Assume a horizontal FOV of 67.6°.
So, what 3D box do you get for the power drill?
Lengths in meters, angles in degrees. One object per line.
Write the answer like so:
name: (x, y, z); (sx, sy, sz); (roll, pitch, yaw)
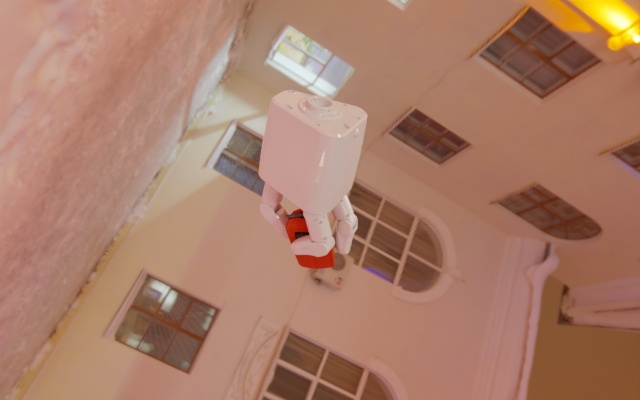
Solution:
power drill: (0.000, 0.002, 0.698); (0.057, 0.187, 0.185); (-3, -41, 12)
